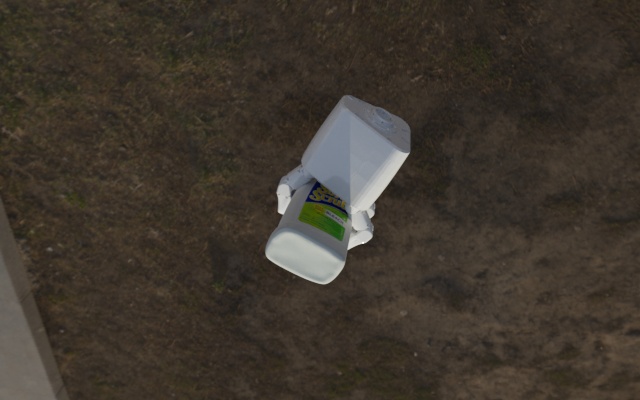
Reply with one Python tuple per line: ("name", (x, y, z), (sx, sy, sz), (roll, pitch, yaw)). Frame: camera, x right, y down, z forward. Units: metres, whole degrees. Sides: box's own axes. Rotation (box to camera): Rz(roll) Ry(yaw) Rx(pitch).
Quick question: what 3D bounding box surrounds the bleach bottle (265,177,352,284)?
("bleach bottle", (0.000, 0.002, 0.692), (0.102, 0.068, 0.250), (29, 35, -10))
